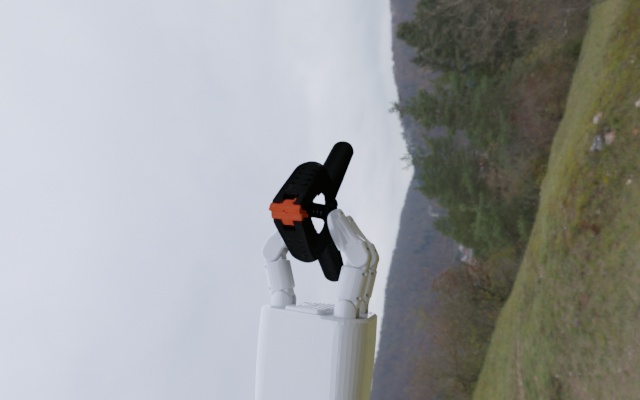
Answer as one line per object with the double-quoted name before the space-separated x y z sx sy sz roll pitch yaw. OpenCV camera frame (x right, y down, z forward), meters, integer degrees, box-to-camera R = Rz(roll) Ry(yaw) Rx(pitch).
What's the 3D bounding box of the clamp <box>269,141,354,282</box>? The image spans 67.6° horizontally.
"clamp" -0.001 0.002 0.483 0.036 0.164 0.210 3 -7 15
